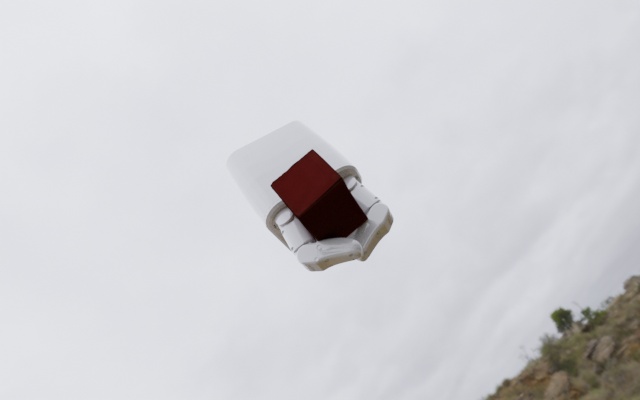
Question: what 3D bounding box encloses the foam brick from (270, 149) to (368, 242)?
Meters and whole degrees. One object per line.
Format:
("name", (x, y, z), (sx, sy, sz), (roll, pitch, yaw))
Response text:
("foam brick", (0.000, 0.001, 0.445), (0.051, 0.053, 0.078), (48, -3, 36))
